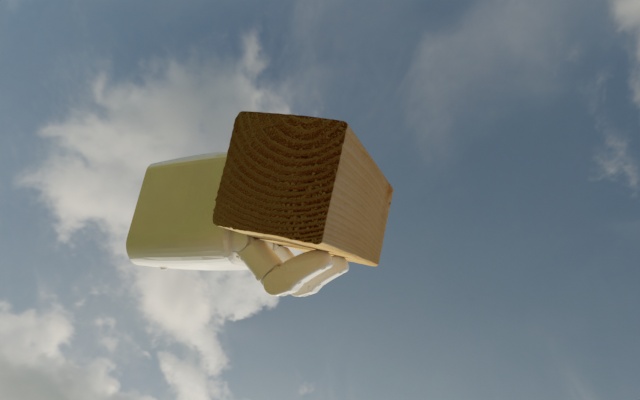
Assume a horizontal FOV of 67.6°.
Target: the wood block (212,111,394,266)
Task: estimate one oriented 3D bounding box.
[{"bbox_3d":[0.000,0.001,0.435,0.090,0.091,0.206,9,-8,19],"label":"wood block"}]
